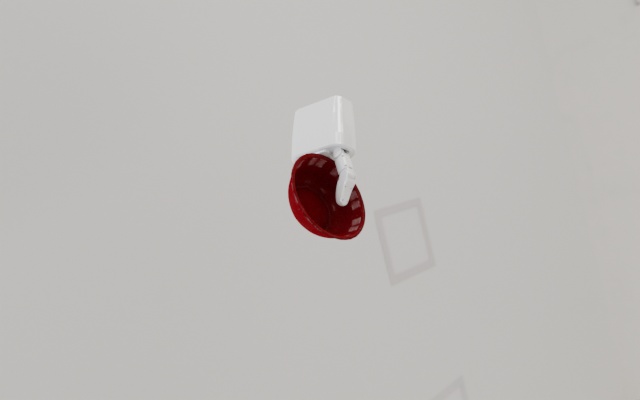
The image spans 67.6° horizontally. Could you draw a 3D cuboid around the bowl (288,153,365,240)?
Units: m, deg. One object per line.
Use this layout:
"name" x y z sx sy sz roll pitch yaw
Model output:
"bowl" 0.000 0.004 0.804 0.162 0.162 0.055 0 -27 -46
